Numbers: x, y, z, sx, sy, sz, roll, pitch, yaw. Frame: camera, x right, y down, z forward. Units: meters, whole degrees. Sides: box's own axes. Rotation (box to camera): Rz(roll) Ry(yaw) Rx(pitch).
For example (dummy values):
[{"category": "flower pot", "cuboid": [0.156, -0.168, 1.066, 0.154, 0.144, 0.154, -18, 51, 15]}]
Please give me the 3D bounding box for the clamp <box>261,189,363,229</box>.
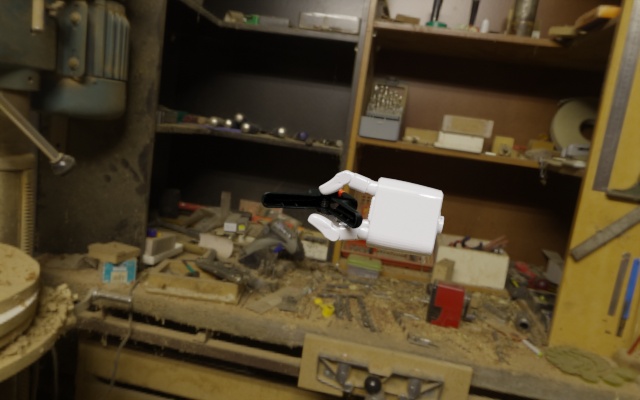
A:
[{"category": "clamp", "cuboid": [0.001, 0.002, 0.818, 0.164, 0.036, 0.210, 13, 10, 8]}]
